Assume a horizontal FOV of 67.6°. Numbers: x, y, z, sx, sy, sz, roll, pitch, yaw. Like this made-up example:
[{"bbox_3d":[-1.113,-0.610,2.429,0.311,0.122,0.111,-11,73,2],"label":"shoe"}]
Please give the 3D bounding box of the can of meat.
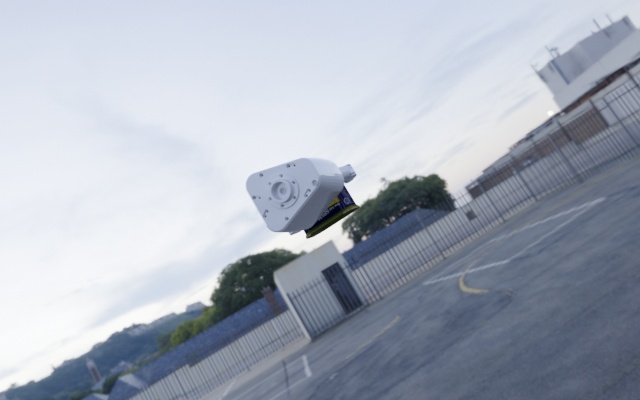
[{"bbox_3d":[0.000,0.002,0.799,0.102,0.084,0.057,-34,-9,20],"label":"can of meat"}]
